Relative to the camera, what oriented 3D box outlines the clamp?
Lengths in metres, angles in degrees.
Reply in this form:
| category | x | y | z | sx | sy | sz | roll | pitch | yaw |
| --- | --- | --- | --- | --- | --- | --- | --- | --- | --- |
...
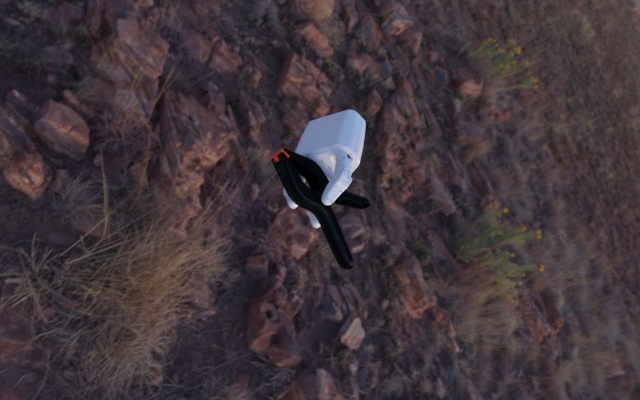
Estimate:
| category | x | y | z | sx | sy | sz | roll | pitch | yaw |
| --- | --- | --- | --- | --- | --- | --- | --- | --- | --- |
| clamp | 0.000 | 0.002 | 0.763 | 0.036 | 0.164 | 0.210 | -31 | -59 | 35 |
